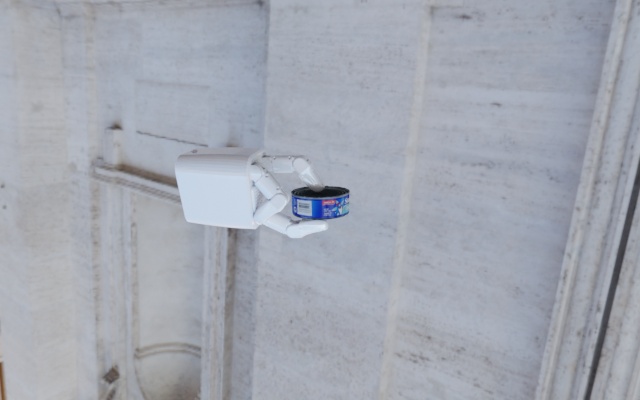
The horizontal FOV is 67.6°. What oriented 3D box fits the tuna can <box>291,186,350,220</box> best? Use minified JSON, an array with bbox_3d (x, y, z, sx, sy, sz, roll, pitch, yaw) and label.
[{"bbox_3d":[0.000,0.003,0.699,0.086,0.034,0.086,-1,13,0],"label":"tuna can"}]
